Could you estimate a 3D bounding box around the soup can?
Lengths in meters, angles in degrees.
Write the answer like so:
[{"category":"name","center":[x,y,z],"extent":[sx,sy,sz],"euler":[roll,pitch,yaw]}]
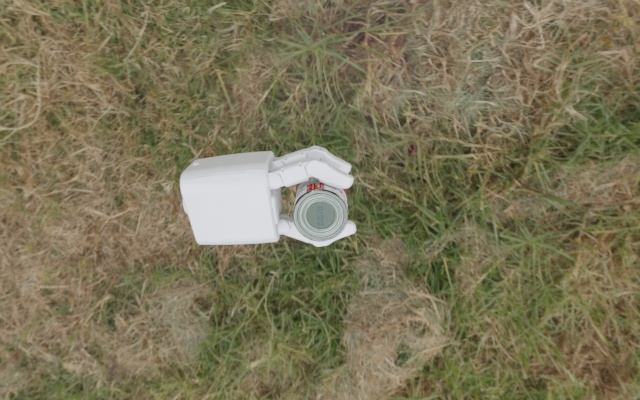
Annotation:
[{"category":"soup can","center":[0.001,0.002,0.608],"extent":[0.068,0.068,0.102],"euler":[0,19,0]}]
